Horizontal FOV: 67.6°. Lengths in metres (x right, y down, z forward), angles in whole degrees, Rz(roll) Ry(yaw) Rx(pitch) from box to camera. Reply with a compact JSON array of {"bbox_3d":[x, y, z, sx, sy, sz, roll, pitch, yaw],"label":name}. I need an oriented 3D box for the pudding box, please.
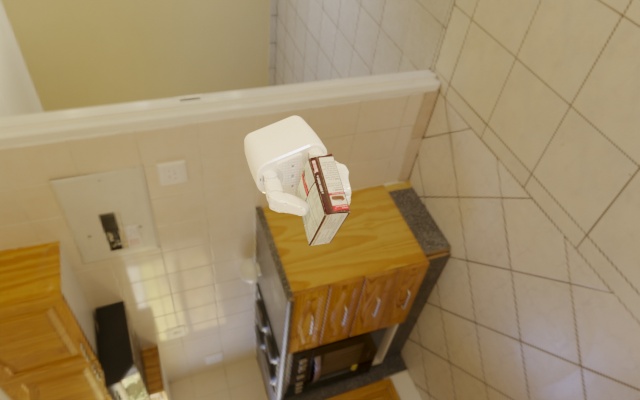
[{"bbox_3d":[0.000,0.002,0.667,0.039,0.090,0.113,-10,-23,-17],"label":"pudding box"}]
